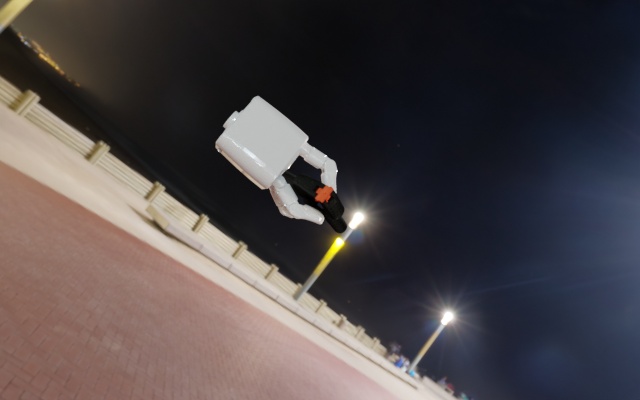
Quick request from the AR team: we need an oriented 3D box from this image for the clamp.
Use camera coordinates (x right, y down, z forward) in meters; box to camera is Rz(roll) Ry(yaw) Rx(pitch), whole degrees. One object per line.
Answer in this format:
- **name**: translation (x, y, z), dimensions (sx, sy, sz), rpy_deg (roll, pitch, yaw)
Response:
- **clamp**: translation (0.001, 0.002, 0.784), dimensions (0.164, 0.036, 0.210), rpy_deg (40, -7, -10)
